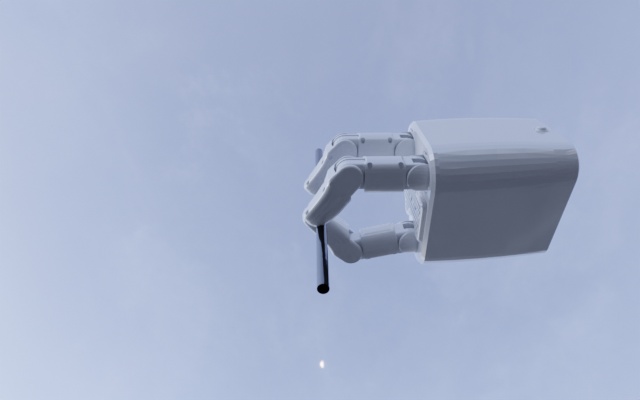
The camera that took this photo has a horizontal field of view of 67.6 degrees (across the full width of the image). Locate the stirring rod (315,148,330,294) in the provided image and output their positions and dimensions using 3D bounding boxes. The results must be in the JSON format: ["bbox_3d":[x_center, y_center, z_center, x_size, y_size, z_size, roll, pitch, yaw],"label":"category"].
[{"bbox_3d":[0.000,0.001,0.402,0.011,0.011,0.239,0,26,-1],"label":"stirring rod"}]
